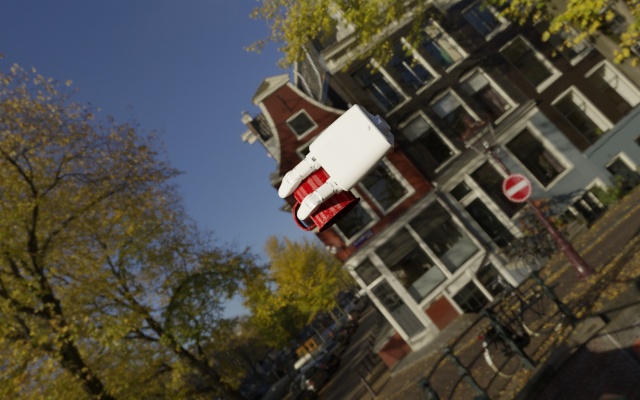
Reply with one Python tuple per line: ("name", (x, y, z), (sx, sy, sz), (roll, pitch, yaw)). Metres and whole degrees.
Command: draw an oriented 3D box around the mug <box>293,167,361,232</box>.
("mug", (-0.001, 0.003, 0.830), (0.117, 0.081, 0.093), (-43, -11, 18))
